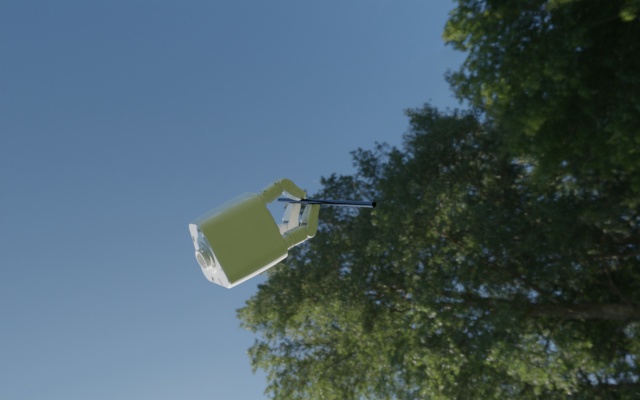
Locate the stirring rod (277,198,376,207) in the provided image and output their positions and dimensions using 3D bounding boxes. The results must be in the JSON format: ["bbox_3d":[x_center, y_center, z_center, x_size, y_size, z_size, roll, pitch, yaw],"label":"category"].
[{"bbox_3d":[0.000,0.002,0.742,0.011,0.011,0.239,0,1,-37],"label":"stirring rod"}]
